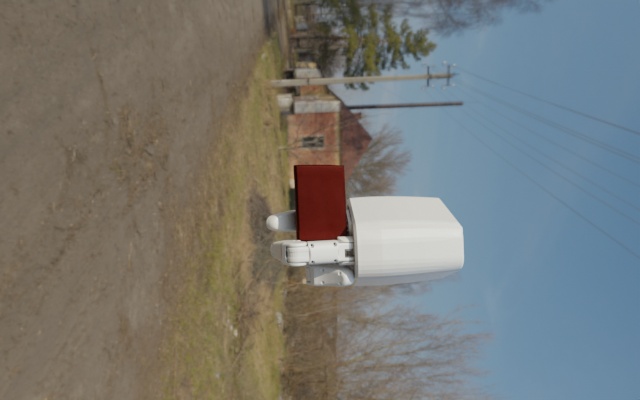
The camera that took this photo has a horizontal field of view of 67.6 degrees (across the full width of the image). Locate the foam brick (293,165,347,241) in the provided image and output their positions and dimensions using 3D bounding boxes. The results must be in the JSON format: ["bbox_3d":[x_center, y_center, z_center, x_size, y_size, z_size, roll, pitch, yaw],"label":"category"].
[{"bbox_3d":[0.000,0.001,0.502,0.051,0.078,0.053,-3,2,1],"label":"foam brick"}]
